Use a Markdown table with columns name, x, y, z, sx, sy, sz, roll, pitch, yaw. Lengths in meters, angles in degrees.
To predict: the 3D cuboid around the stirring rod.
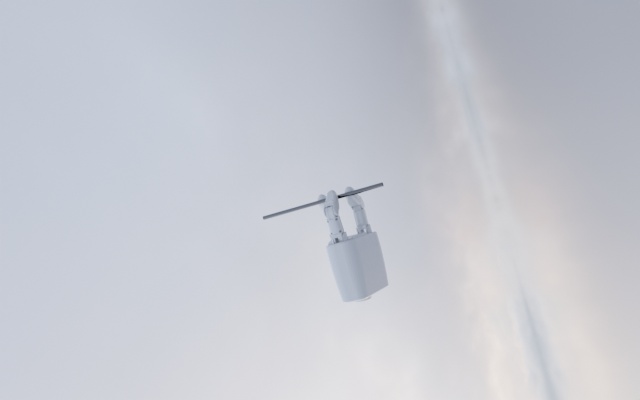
| name | x | y | z | sx | sy | sz | roll | pitch | yaw |
| --- | --- | --- | --- | --- | --- | --- | --- | --- | --- |
| stirring rod | 0.000 | 0.003 | 0.876 | 0.239 | 0.011 | 0.011 | -16 | -6 | 20 |
